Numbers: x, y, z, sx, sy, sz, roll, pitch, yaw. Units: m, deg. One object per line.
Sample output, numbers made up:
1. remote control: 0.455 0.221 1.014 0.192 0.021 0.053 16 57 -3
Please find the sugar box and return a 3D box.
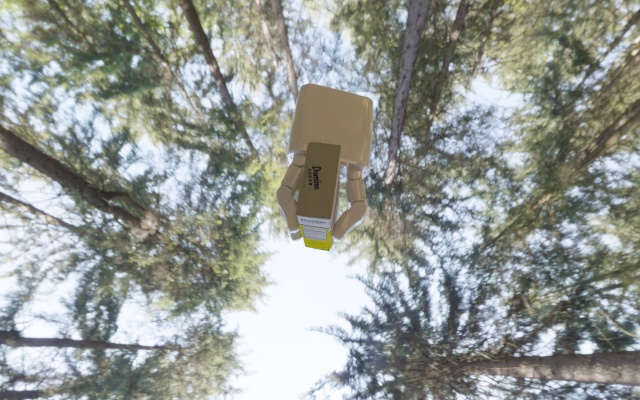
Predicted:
1. sugar box: 0.000 0.002 0.619 0.048 0.093 0.176 7 -18 6
